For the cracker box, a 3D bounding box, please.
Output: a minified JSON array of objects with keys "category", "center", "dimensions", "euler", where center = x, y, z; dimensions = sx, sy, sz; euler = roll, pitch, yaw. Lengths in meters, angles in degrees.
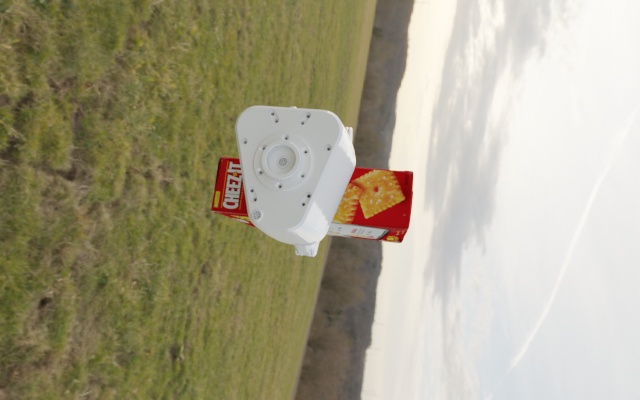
[{"category":"cracker box","center":[0.000,0.002,0.581],"dimensions":[0.213,0.072,0.164],"euler":[6,-9,9]}]
